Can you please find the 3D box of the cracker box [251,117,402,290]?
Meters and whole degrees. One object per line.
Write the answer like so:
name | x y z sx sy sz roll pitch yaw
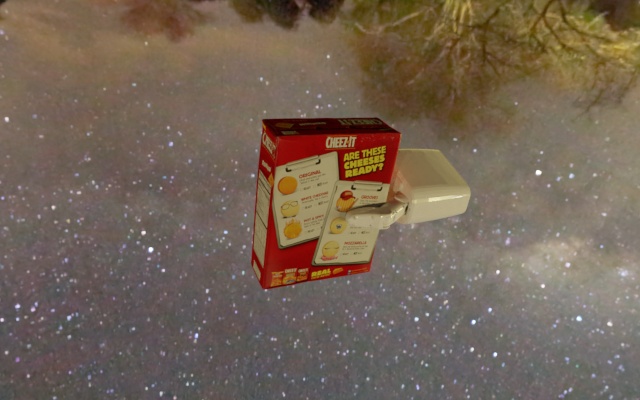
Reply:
cracker box | 0.000 0.002 0.623 0.164 0.214 0.072 -5 30 -25
